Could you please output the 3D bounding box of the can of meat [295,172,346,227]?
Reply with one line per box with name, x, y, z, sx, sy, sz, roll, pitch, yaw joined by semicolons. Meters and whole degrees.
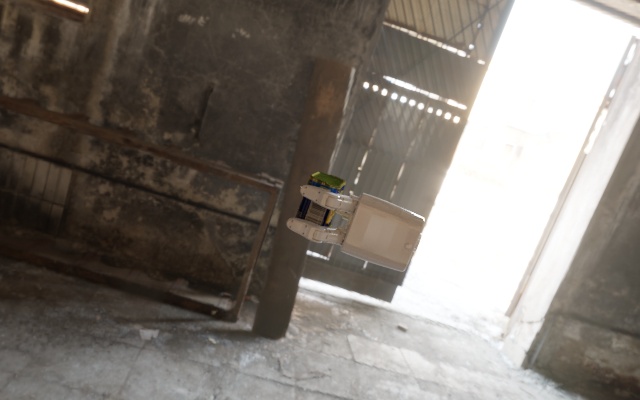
can of meat;0.000;0.002;0.775;0.057;0.084;0.102;22;12;6
